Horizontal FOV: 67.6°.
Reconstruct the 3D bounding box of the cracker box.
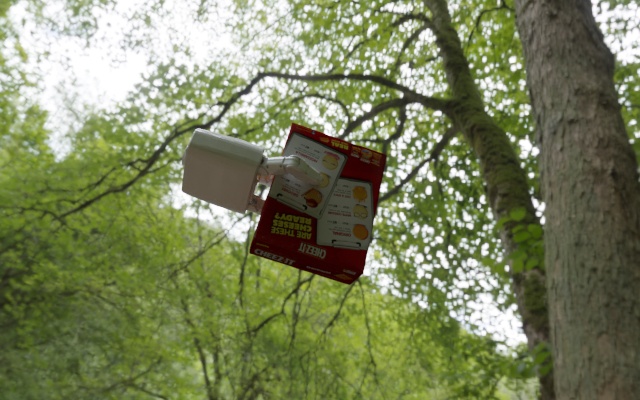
[{"bbox_3d":[0.000,0.002,0.736,0.164,0.213,0.072,18,-30,-6],"label":"cracker box"}]
